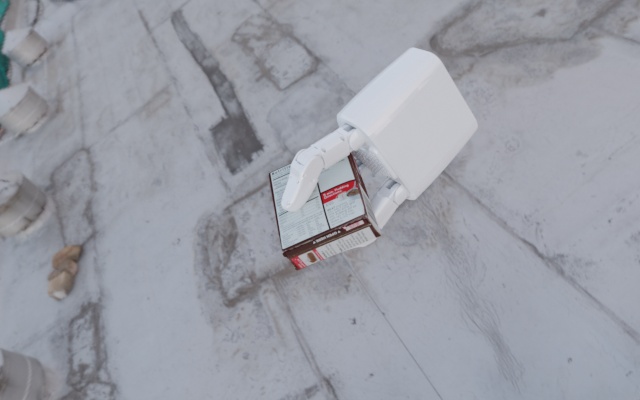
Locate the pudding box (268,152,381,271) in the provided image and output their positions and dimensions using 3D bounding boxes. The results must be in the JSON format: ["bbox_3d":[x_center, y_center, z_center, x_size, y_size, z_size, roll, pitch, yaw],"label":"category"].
[{"bbox_3d":[0.000,0.001,0.473,0.090,0.113,0.039,-24,-45,11],"label":"pudding box"}]
